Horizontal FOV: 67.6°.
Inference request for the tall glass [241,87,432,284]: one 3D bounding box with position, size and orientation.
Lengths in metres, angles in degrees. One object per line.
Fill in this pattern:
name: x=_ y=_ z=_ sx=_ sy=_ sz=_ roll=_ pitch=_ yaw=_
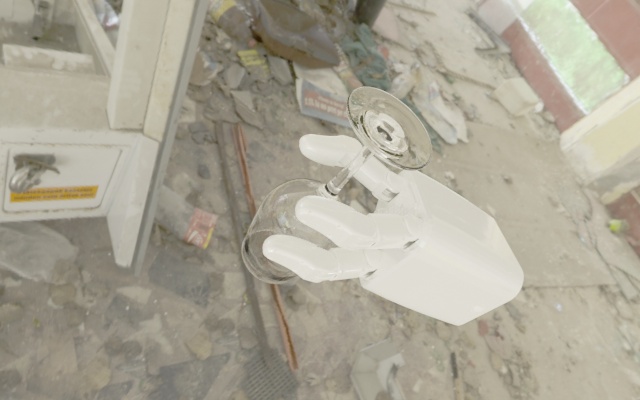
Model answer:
tall glass: x=0.000 y=0.001 z=0.403 sx=0.079 sy=0.079 sz=0.201 roll=0 pitch=-32 yaw=-37
